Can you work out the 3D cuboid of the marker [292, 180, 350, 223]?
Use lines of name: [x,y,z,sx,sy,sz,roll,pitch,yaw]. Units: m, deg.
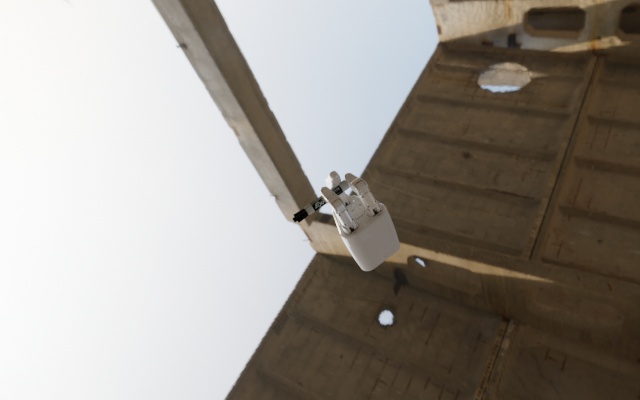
marker: [0.000,0.003,0.881,0.121,0.020,0.020,-35,6,-8]
